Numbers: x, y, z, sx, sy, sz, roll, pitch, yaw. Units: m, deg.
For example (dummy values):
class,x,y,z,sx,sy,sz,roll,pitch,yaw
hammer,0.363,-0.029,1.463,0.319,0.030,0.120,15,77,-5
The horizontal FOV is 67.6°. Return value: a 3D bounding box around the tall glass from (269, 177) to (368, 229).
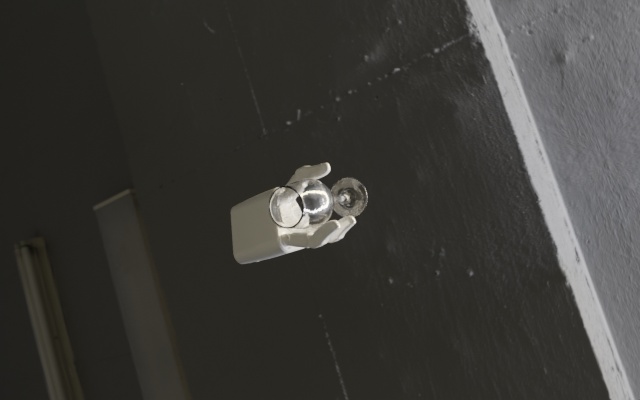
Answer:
class,x,y,z,sx,sy,sz,roll,pitch,yaw
tall glass,0.001,0.002,0.774,0.079,0.079,0.201,0,4,31
